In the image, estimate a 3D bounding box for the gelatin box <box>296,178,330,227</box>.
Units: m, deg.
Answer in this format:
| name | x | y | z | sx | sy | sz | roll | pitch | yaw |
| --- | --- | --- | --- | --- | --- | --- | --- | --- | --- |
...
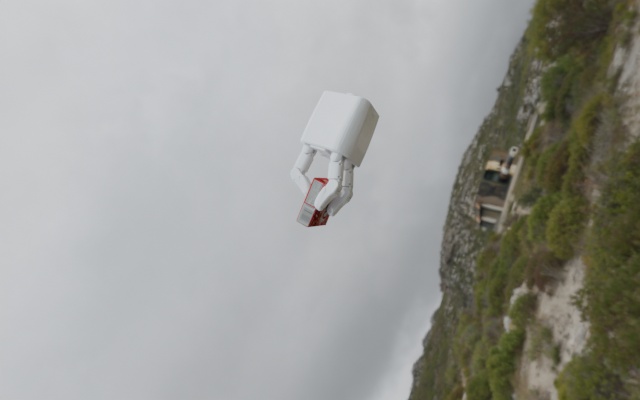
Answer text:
| name | x | y | z | sx | sy | sz | roll | pitch | yaw |
| --- | --- | --- | --- | --- | --- | --- | --- | --- | --- |
| gelatin box | 0.000 | 0.003 | 0.866 | 0.030 | 0.089 | 0.073 | 28 | 12 | 23 |
